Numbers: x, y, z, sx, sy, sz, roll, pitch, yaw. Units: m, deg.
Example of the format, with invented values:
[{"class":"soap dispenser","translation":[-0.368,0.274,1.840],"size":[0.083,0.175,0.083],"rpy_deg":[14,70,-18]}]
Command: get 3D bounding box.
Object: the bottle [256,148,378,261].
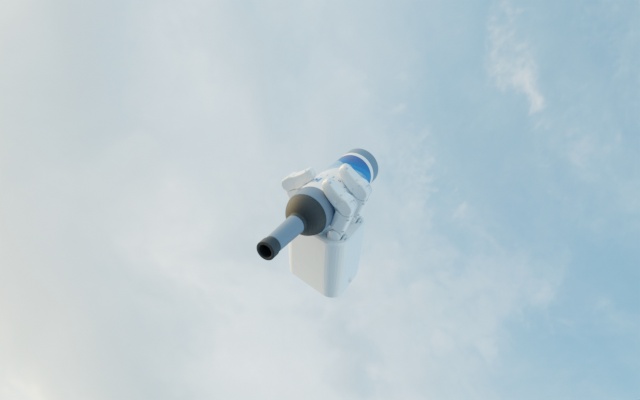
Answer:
[{"class":"bottle","translation":[0.000,0.002,0.707],"size":[0.069,0.069,0.295],"rpy_deg":[0,24,31]}]
